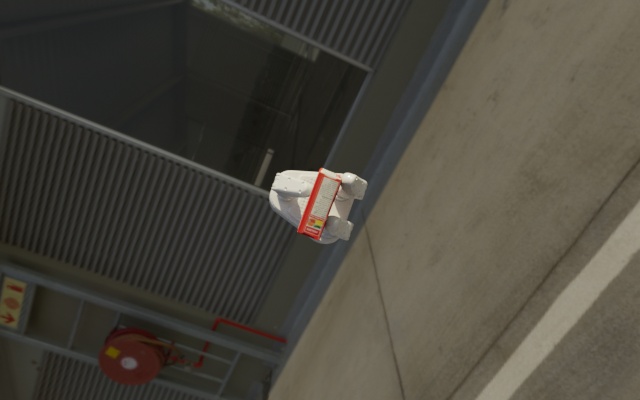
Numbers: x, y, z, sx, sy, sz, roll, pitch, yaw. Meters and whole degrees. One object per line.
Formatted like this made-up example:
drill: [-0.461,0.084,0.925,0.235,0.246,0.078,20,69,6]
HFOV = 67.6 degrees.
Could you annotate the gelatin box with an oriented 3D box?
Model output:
gelatin box: [0.000,0.002,0.566,0.030,0.073,0.089,21,7,-1]
